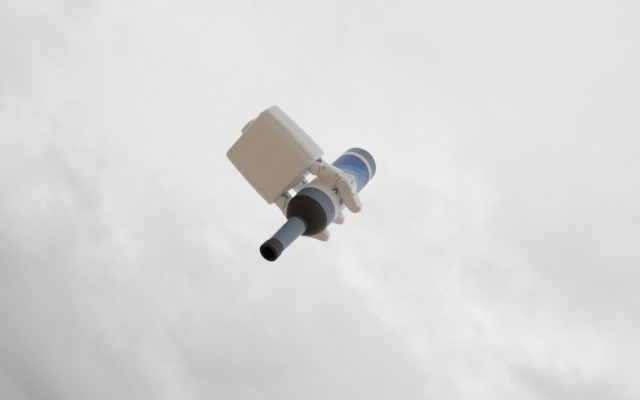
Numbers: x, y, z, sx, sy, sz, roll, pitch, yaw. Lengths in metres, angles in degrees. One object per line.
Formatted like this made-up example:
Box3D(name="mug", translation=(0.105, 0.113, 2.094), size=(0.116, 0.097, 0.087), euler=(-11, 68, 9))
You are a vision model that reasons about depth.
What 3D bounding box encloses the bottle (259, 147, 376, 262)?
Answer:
Box3D(name="bottle", translation=(0.000, 0.002, 0.719), size=(0.069, 0.069, 0.295), euler=(0, 26, 30))
